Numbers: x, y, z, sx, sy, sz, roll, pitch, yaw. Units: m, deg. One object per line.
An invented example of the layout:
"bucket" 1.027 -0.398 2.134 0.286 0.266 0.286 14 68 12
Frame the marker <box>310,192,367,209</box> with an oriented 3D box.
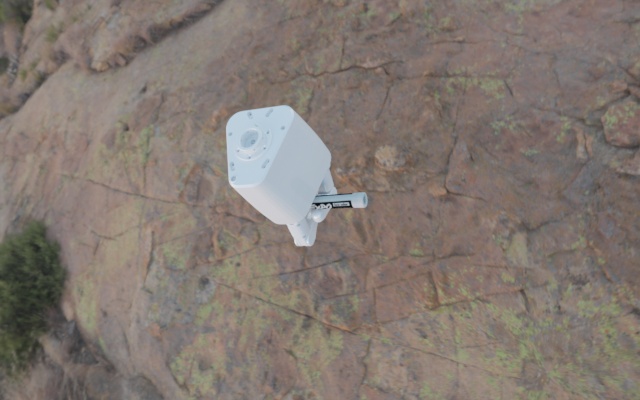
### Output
"marker" 0.000 0.002 0.612 0.121 0.020 0.020 -3 -1 24
